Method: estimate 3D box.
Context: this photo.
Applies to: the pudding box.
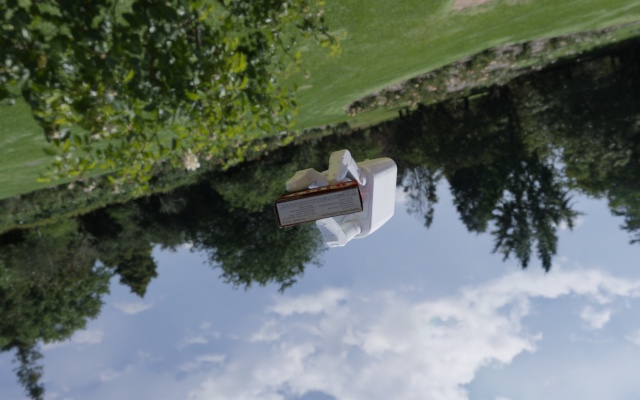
[{"bbox_3d":[0.000,0.002,0.640,0.113,0.039,0.090,-13,6,5],"label":"pudding box"}]
